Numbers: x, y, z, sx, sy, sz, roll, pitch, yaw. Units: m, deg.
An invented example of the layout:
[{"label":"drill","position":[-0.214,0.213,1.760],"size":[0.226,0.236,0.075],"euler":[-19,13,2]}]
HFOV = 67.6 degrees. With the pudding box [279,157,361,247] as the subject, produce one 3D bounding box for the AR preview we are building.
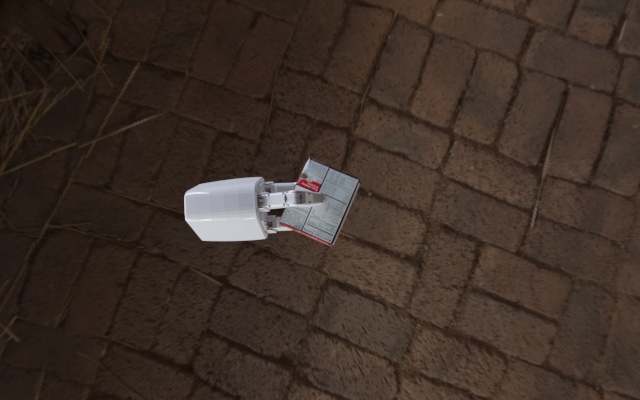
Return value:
[{"label":"pudding box","position":[0.000,0.002,0.729],"size":[0.090,0.113,0.039],"euler":[24,-4,6]}]
